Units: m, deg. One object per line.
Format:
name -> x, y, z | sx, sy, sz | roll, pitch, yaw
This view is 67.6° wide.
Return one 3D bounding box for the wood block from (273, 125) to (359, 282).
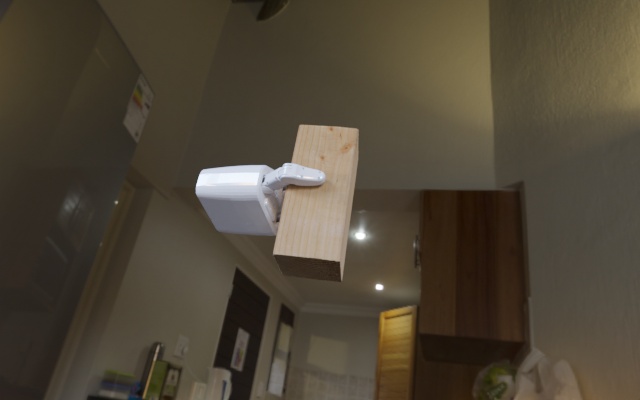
wood block -> 0.000, 0.002, 0.692 | 0.090, 0.206, 0.091 | 5, -26, 8
